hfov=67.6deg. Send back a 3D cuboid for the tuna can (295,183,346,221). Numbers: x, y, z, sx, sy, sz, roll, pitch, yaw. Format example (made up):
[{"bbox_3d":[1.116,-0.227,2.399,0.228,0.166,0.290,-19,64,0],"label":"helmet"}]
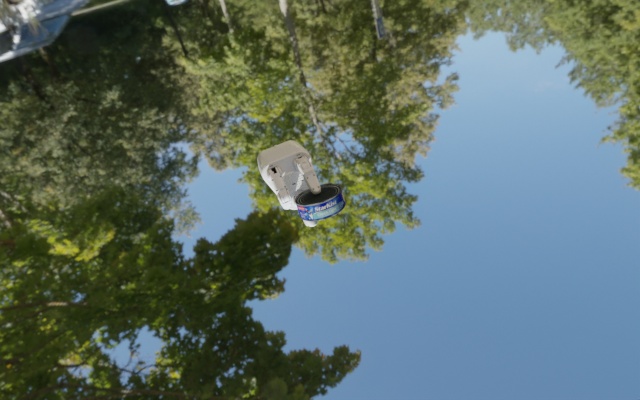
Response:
[{"bbox_3d":[0.000,0.003,0.839,0.086,0.034,0.086,-15,21,6],"label":"tuna can"}]
